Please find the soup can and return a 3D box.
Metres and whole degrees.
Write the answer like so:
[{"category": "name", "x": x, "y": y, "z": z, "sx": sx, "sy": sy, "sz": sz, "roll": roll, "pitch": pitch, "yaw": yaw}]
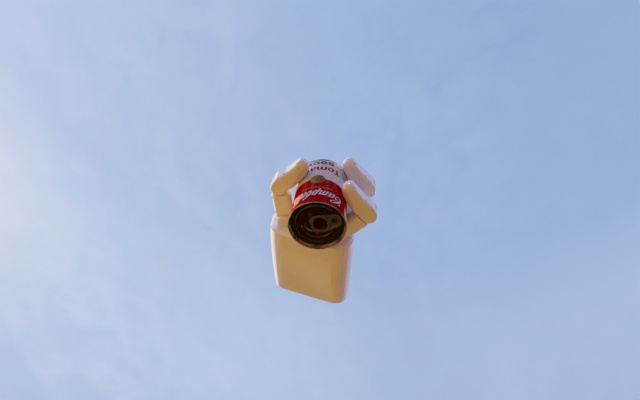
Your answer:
[{"category": "soup can", "x": 0.000, "y": 0.001, "z": 0.588, "sx": 0.068, "sy": 0.068, "sz": 0.102, "roll": 0, "pitch": 34, "yaw": 6}]
